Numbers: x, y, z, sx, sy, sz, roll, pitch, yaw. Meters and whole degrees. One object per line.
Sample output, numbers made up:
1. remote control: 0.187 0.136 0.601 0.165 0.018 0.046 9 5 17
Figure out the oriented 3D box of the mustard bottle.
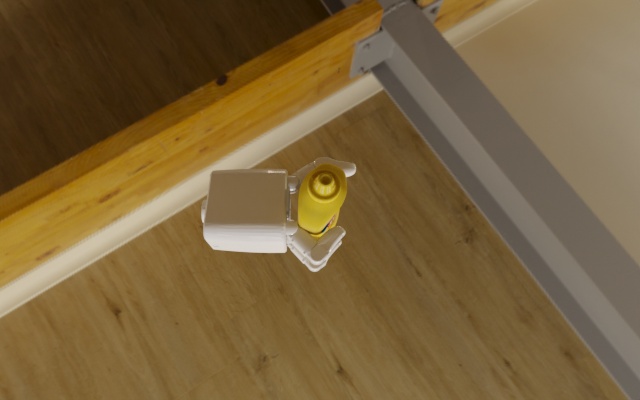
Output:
1. mustard bottle: 0.000 0.002 0.649 0.058 0.096 0.192 24 -16 4
